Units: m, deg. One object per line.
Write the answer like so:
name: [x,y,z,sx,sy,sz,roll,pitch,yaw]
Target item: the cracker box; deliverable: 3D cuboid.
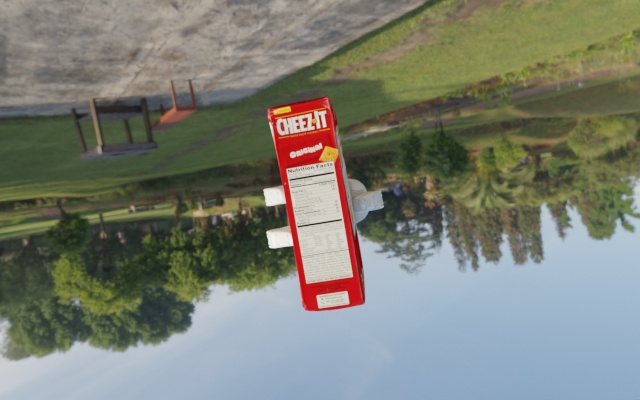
cracker box: [0.000,0.002,0.553,0.072,0.214,0.164,-10,3,5]
